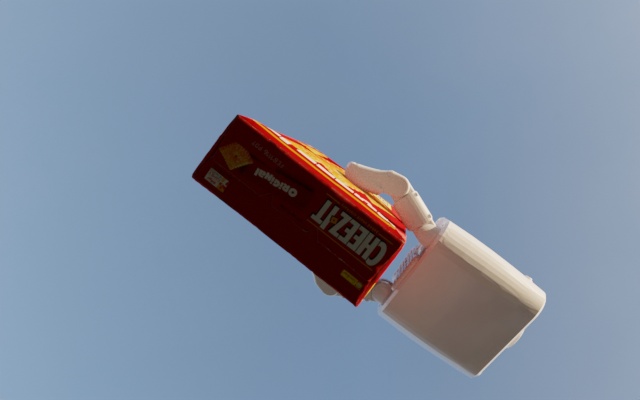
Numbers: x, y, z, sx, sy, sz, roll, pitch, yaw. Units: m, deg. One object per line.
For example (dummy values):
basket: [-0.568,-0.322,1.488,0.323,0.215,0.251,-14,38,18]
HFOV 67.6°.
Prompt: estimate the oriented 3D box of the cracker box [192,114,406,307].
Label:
cracker box: [0.000,0.002,0.459,0.164,0.072,0.213,37,7,7]
